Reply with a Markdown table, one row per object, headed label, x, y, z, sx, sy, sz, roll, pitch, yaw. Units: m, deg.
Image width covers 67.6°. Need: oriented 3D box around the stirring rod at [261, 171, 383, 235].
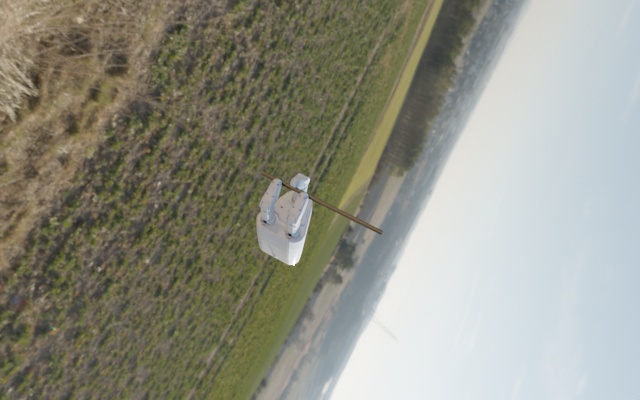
| label | x | y | z | sx | sy | sz | roll | pitch | yaw |
| --- | --- | --- | --- | --- | --- | --- | --- | --- | --- |
| stirring rod | 0.000 | 0.003 | 0.841 | 0.239 | 0.011 | 0.011 | 27 | 5 | 11 |
